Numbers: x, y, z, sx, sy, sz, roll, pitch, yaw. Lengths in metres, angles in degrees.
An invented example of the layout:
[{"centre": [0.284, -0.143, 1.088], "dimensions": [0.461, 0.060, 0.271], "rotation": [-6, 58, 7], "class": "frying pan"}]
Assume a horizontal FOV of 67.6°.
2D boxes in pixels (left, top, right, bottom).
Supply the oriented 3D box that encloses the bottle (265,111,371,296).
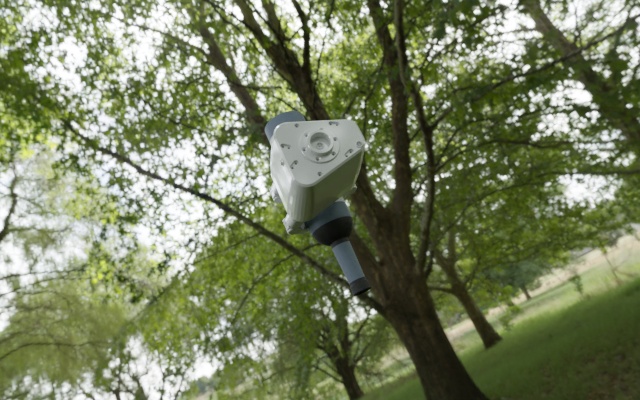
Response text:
[{"centre": [0.000, 0.002, 0.715], "dimensions": [0.069, 0.295, 0.069], "rotation": [-22, -20, -8], "class": "bottle"}]
